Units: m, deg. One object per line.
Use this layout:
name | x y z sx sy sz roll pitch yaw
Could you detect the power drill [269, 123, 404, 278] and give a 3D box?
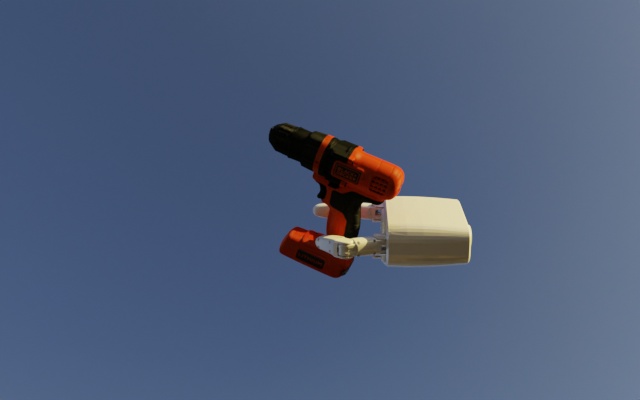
power drill | 0.000 0.003 0.645 0.184 0.188 0.057 24 34 12
